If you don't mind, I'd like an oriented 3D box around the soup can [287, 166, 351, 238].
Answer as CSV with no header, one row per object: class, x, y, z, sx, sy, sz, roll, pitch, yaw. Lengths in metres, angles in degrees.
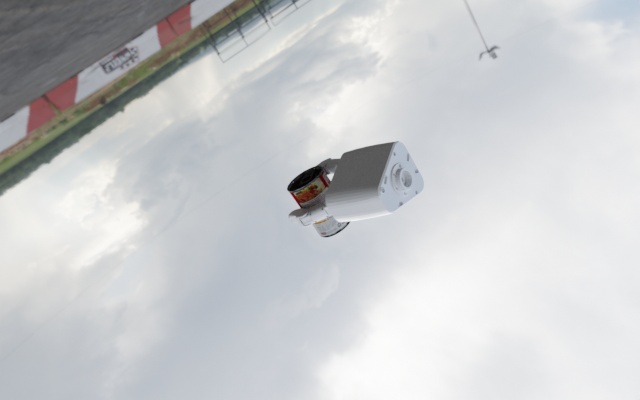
soup can,0.000,0.003,0.796,0.068,0.102,0.068,-29,22,13
